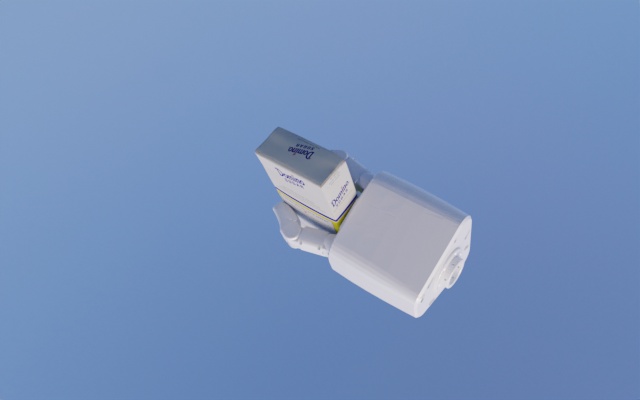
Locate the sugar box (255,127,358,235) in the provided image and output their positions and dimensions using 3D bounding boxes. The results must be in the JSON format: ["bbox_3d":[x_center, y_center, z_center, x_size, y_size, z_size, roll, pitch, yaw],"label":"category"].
[{"bbox_3d":[0.001,0.001,0.534,0.093,0.048,0.176,29,-23,30],"label":"sugar box"}]
